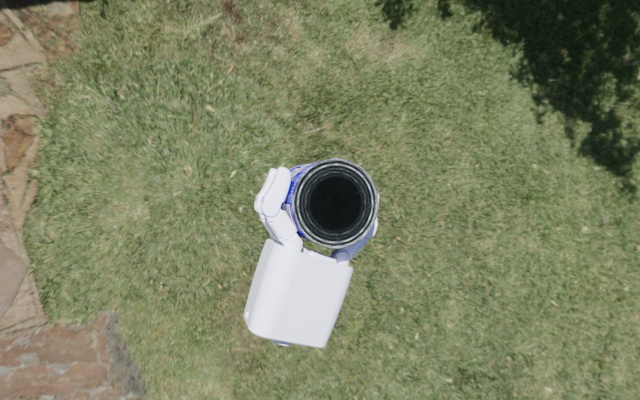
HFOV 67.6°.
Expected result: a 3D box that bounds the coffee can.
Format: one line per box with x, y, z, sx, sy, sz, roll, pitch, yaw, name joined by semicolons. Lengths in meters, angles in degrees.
0.000;0.002;0.606;0.103;0.103;0.140;0;1;-15;coffee can
